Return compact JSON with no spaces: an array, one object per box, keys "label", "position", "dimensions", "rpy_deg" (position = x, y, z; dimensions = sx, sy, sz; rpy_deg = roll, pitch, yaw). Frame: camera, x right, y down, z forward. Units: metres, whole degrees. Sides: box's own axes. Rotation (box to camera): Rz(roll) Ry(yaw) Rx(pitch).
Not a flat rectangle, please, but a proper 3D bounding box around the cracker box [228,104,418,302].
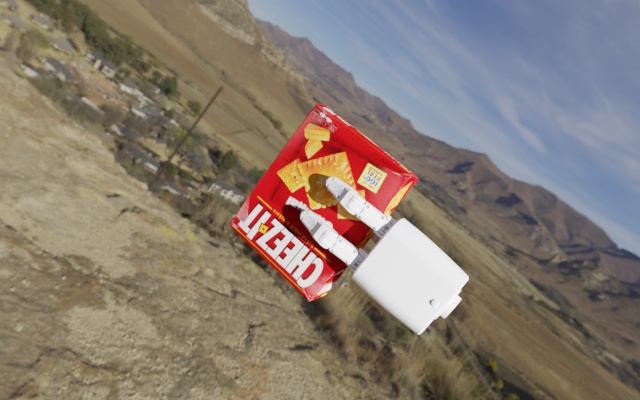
[{"label":"cracker box","position":[0.000,0.002,0.651],"dimensions":[0.164,0.214,0.072],"rpy_deg":[41,11,17]}]
